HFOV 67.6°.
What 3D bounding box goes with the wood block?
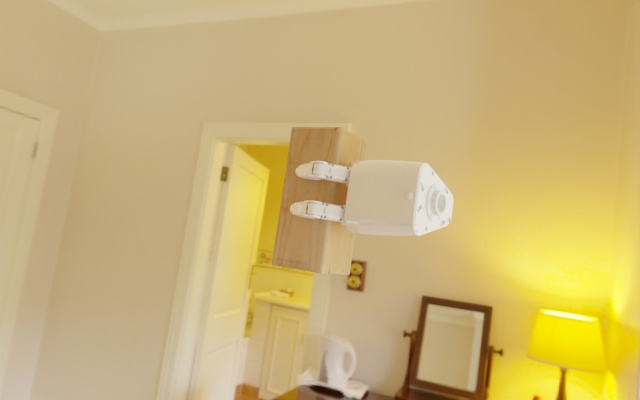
[{"bbox_3d":[0.001,0.002,0.719,0.090,0.206,0.091,5,-7,30],"label":"wood block"}]
